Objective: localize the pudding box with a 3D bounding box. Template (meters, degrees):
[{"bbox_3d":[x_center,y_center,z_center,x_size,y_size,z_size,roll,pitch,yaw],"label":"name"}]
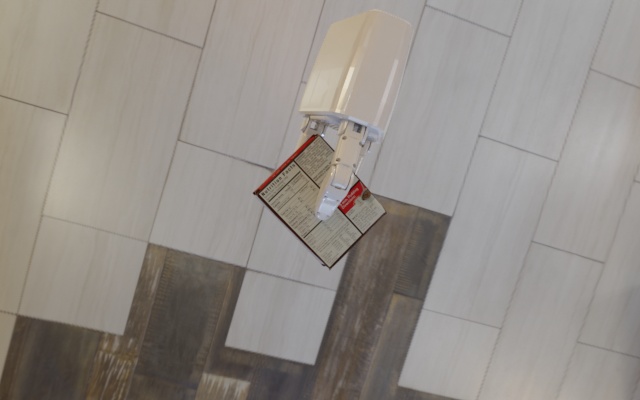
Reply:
[{"bbox_3d":[0.000,0.002,0.496,0.090,0.113,0.039,-44,9,-6],"label":"pudding box"}]
